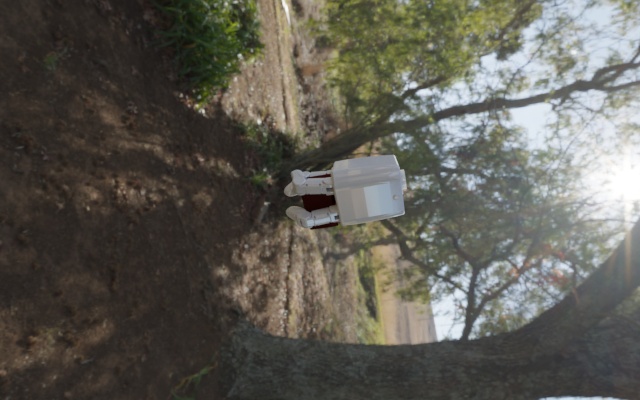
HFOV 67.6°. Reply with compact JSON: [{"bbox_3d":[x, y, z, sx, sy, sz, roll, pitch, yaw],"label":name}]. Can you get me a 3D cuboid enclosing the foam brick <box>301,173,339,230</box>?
[{"bbox_3d":[0.000,0.003,0.816,0.051,0.078,0.053,-9,33,7],"label":"foam brick"}]
